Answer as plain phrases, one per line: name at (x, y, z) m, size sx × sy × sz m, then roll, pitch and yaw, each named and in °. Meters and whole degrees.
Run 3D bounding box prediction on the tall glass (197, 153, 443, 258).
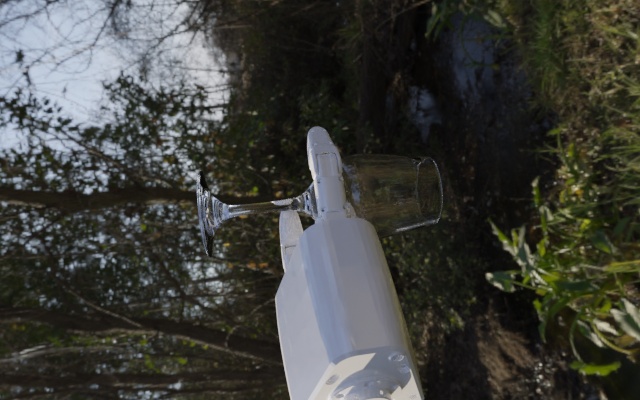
tall glass at (-0.001, 0.001, 0.416) m, size 0.201 × 0.079 × 0.079 m, roll -6°, pitch 1°, yaw -7°
